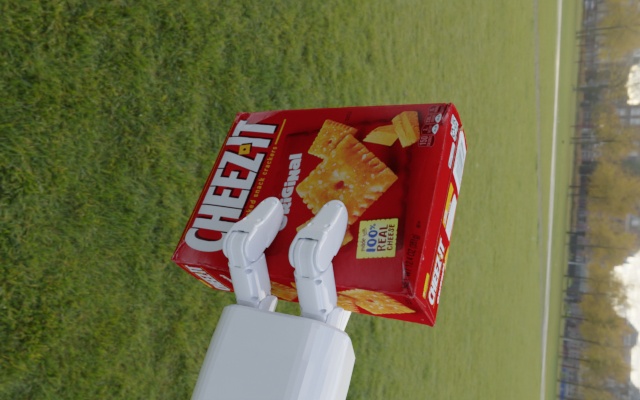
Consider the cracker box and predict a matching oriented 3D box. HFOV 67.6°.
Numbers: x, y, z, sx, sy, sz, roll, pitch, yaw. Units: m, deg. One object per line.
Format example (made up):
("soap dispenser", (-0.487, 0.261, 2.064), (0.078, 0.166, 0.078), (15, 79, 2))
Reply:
("cracker box", (0.000, 0.001, 0.402), (0.213, 0.164, 0.072), (4, -29, 28))
